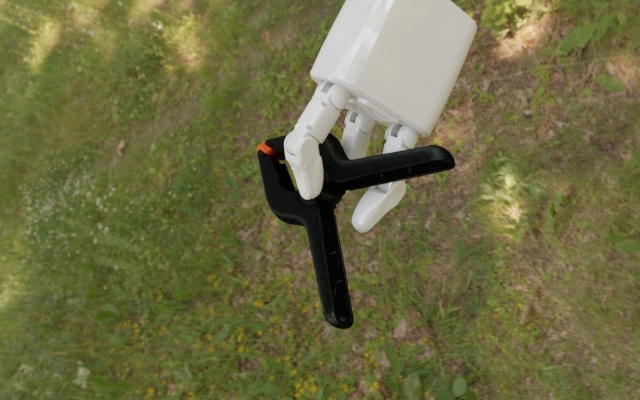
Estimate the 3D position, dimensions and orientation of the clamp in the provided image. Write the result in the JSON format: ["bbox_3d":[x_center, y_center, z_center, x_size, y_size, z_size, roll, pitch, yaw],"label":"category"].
[{"bbox_3d":[-0.001,0.001,0.433,0.036,0.164,0.210,25,3,-46],"label":"clamp"}]
